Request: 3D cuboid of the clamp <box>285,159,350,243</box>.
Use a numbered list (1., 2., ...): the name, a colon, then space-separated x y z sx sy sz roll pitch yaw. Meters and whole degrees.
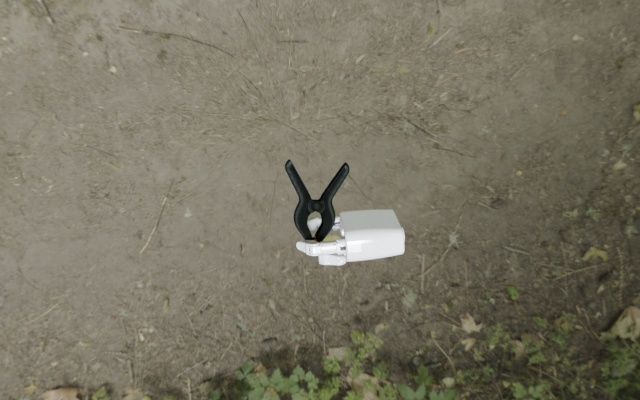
1. clamp: 0.000 0.003 0.898 0.120 0.171 0.039 -5 9 -2
